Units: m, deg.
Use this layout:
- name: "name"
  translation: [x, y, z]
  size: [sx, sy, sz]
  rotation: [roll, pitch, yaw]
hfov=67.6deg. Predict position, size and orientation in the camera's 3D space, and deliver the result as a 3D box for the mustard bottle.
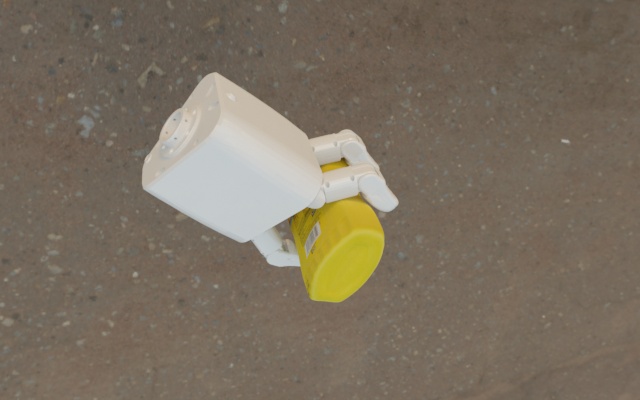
- name: "mustard bottle"
  translation: [0.000, 0.002, 0.486]
  size: [0.058, 0.096, 0.191]
  rotation: [10, 36, -25]
